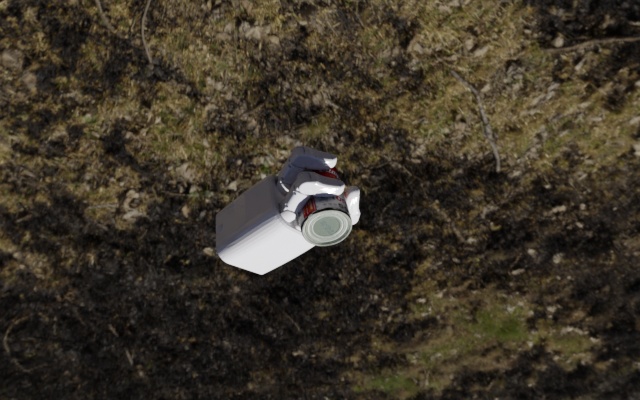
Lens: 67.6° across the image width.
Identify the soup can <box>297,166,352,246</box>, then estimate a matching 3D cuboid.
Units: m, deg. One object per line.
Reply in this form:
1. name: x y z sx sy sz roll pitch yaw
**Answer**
1. soup can: 0.001 0.002 0.639 0.068 0.069 0.102 0 42 -12
